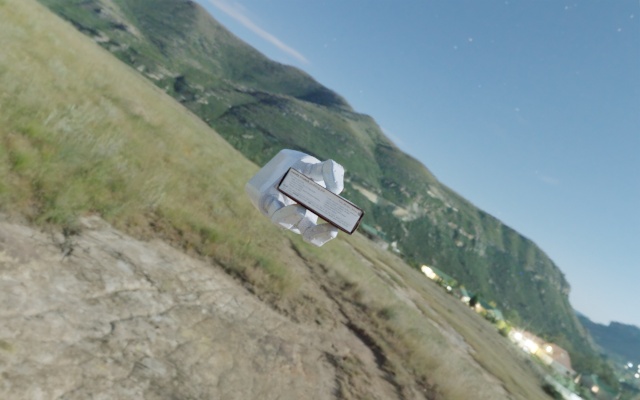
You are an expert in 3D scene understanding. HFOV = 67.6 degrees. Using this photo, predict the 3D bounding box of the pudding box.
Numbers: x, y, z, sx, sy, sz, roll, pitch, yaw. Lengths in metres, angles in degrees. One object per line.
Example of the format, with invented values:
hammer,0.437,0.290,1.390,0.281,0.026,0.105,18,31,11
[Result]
pudding box,0.000,0.002,0.630,0.113,0.039,0.090,30,-1,2
